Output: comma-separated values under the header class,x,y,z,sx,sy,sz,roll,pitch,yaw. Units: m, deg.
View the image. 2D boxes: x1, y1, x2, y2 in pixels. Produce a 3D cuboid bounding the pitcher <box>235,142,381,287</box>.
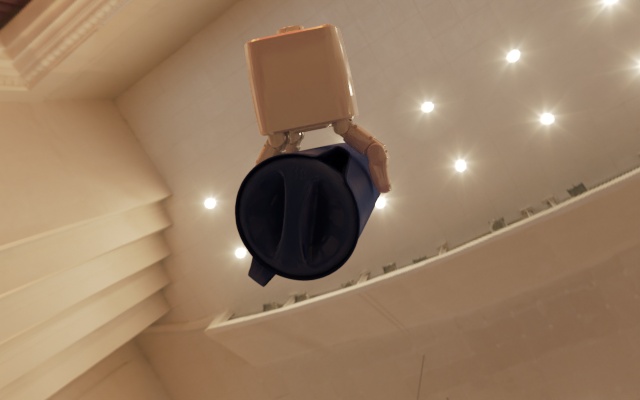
class,x,y,z,sx,sy,sz,roll,pitch,yaw
pitcher,0.000,0.002,0.588,0.149,0.145,0.242,-9,9,18
